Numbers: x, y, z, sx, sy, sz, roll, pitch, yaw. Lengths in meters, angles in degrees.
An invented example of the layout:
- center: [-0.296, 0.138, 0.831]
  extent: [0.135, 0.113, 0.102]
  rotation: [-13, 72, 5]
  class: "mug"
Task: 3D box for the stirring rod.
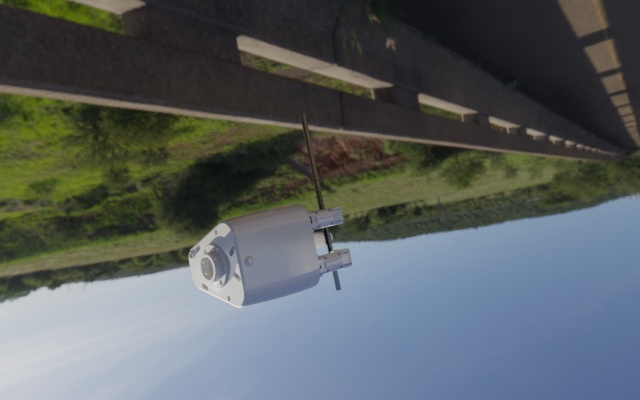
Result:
- center: [0.000, 0.002, 0.643]
  extent: [0.011, 0.239, 0.011]
  rotation: [-11, -2, 0]
  class: "stirring rod"
